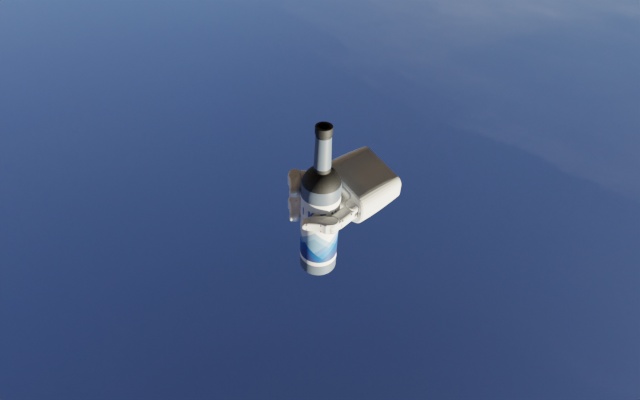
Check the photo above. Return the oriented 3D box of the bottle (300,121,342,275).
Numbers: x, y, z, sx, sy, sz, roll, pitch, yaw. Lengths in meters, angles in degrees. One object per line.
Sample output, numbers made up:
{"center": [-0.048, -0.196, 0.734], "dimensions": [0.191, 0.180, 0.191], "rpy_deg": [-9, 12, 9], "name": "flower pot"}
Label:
{"center": [0.000, 0.003, 0.797], "dimensions": [0.069, 0.296, 0.069], "rpy_deg": [2, 40, -1], "name": "bottle"}
